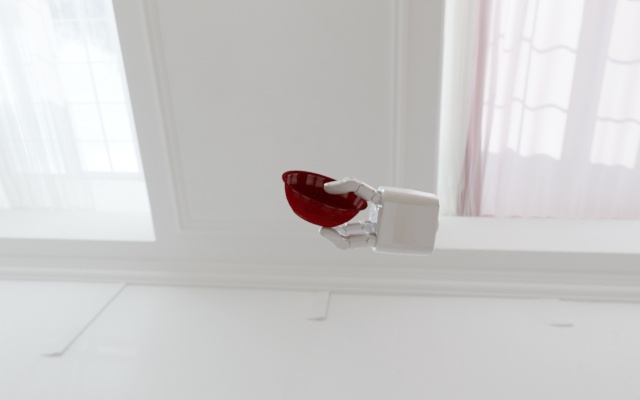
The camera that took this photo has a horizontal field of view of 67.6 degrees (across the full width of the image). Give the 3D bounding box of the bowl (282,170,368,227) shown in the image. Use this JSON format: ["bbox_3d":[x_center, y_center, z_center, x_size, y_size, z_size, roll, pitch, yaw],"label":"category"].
[{"bbox_3d":[-0.001,0.003,0.856,0.162,0.055,0.162,18,19,-7],"label":"bowl"}]
